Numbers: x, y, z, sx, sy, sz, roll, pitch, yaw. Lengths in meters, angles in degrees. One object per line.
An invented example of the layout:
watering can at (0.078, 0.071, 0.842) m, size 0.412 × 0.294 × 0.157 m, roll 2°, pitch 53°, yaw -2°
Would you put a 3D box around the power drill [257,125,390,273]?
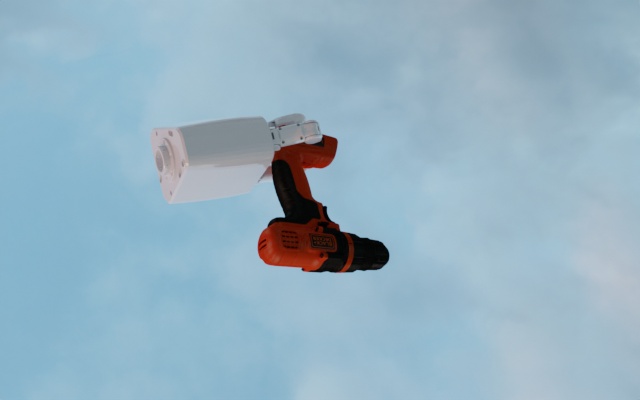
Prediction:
power drill at (0.000, 0.002, 0.610) m, size 0.184 × 0.187 × 0.057 m, roll 10°, pitch -35°, yaw -35°
